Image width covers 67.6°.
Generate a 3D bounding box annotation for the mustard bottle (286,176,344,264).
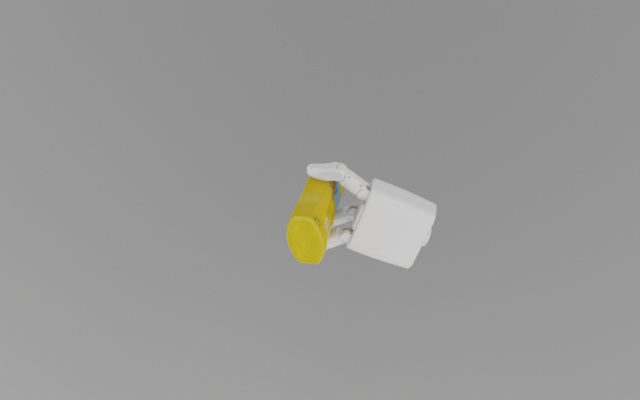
[{"bbox_3d":[0.000,0.003,0.758,0.058,0.096,0.191,3,39,15],"label":"mustard bottle"}]
